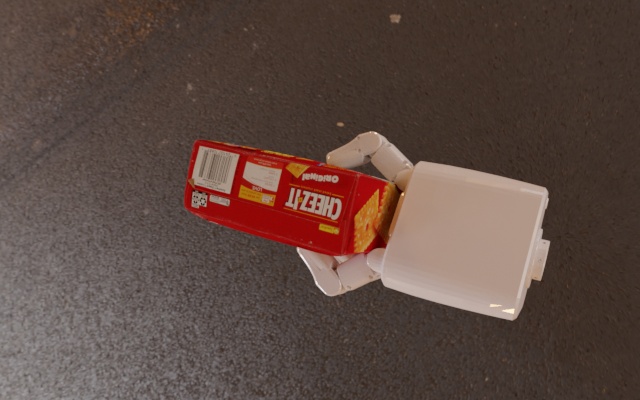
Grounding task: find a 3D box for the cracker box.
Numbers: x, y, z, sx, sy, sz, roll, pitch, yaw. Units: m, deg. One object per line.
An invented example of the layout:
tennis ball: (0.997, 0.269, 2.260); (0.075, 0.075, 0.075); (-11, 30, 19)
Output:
cracker box: (0.000, 0.001, 0.474); (0.164, 0.072, 0.214); (14, 2, 27)
